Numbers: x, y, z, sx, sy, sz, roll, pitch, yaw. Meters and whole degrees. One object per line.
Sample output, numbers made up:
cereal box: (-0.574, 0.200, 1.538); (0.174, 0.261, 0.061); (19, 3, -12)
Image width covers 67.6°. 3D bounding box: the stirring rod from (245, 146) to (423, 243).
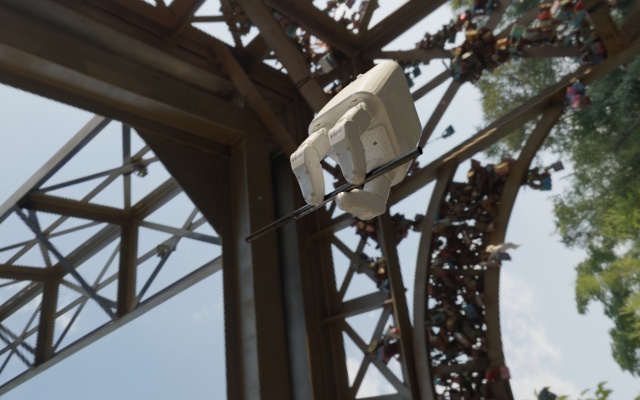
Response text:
stirring rod: (0.000, 0.002, 0.476); (0.239, 0.011, 0.011); (-28, -18, 38)
